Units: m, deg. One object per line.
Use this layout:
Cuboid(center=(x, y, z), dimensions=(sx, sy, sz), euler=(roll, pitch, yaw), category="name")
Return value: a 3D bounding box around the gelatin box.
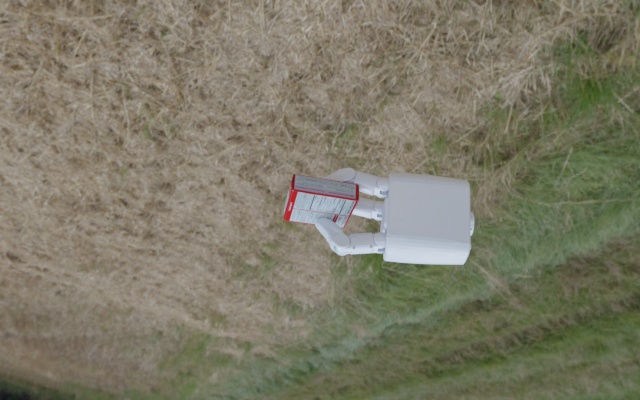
Cuboid(center=(0.000, 0.002, 0.636), dimensions=(0.089, 0.030, 0.073), euler=(8, -35, -9), category="gelatin box")
